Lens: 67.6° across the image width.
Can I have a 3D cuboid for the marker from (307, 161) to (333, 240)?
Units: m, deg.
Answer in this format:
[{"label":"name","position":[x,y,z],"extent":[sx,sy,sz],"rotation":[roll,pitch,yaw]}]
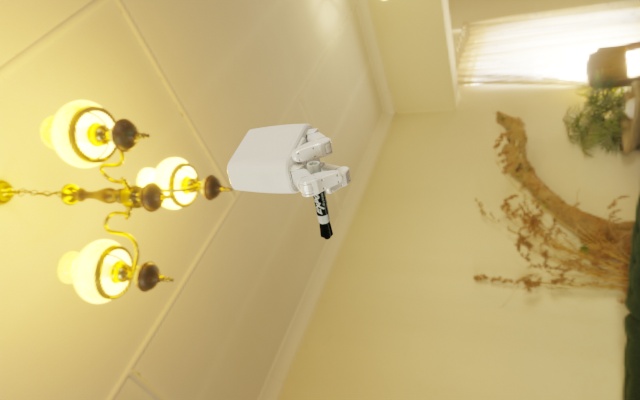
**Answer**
[{"label":"marker","position":[0.000,0.002,0.684],"extent":[0.020,0.121,0.020],"rotation":[-9,26,4]}]
